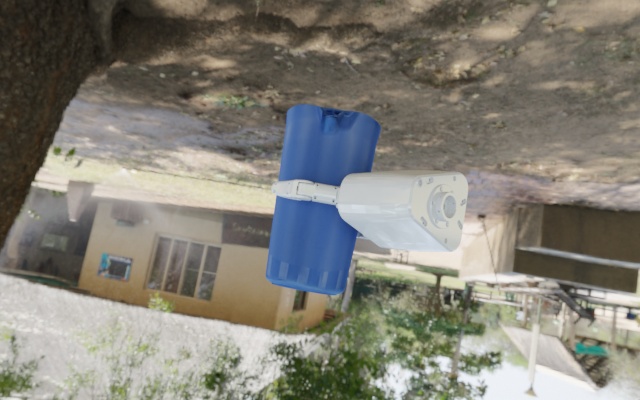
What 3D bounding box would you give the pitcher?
[{"bbox_3d":[0.000,0.002,0.664,0.149,0.243,0.145,18,-11,-42],"label":"pitcher"}]
